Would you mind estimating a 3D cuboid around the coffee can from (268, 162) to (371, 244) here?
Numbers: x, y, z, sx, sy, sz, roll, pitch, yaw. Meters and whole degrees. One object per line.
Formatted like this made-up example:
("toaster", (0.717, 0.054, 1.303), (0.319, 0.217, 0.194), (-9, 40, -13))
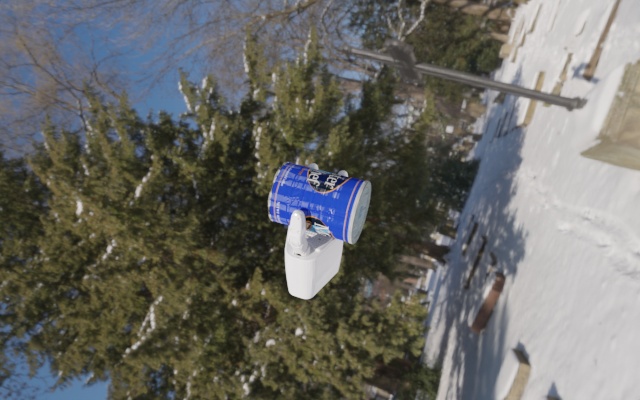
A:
("coffee can", (0.000, 0.002, 0.769), (0.140, 0.103, 0.103), (15, 4, 15))
